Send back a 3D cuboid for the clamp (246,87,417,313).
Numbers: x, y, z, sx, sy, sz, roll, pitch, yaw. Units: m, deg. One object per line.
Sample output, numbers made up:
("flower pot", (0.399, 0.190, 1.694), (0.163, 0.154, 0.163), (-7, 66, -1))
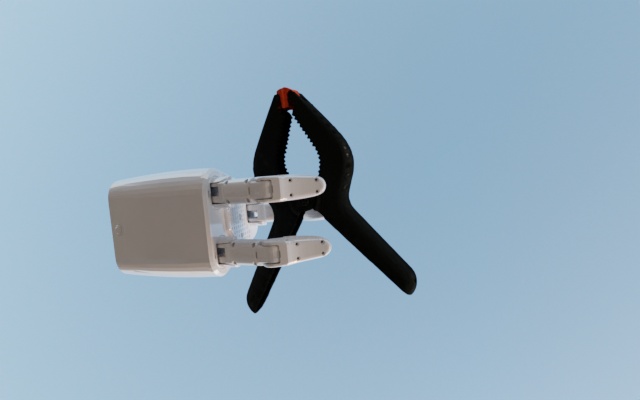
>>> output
("clamp", (0.000, 0.001, 0.439), (0.164, 0.210, 0.036), (-3, 6, 14))
